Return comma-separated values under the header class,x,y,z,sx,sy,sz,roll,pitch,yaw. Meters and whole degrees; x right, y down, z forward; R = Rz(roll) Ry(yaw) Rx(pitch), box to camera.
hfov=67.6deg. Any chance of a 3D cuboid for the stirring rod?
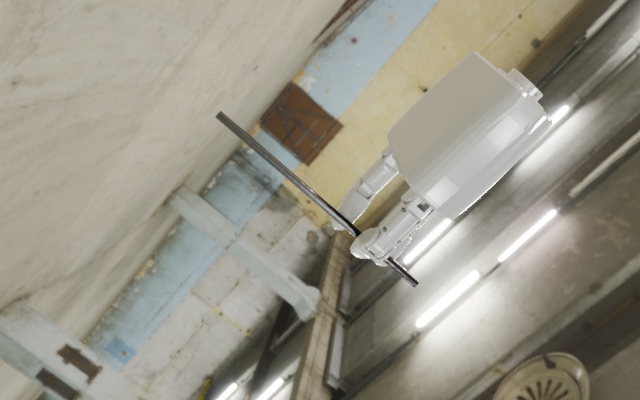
class,x,y,z,sx,sy,sz,roll,pitch,yaw
stirring rod,0.000,0.001,0.437,0.239,0.011,0.011,41,-6,-7
